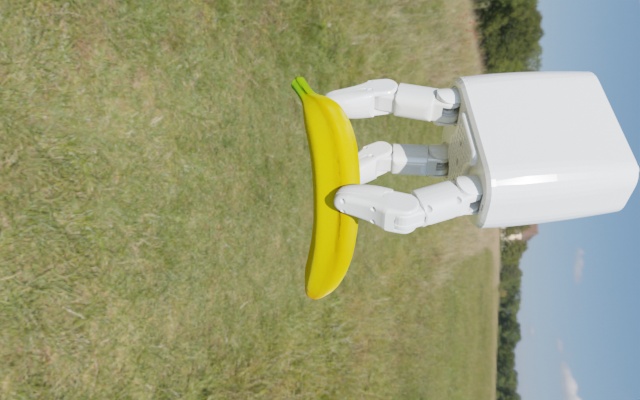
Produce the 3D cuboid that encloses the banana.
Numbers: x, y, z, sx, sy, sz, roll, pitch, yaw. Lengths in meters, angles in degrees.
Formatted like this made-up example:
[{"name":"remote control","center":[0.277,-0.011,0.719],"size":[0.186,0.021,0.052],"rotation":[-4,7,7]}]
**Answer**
[{"name":"banana","center":[0.006,0.004,0.386],"size":[0.037,0.198,0.069],"rotation":[-8,20,-19]}]
